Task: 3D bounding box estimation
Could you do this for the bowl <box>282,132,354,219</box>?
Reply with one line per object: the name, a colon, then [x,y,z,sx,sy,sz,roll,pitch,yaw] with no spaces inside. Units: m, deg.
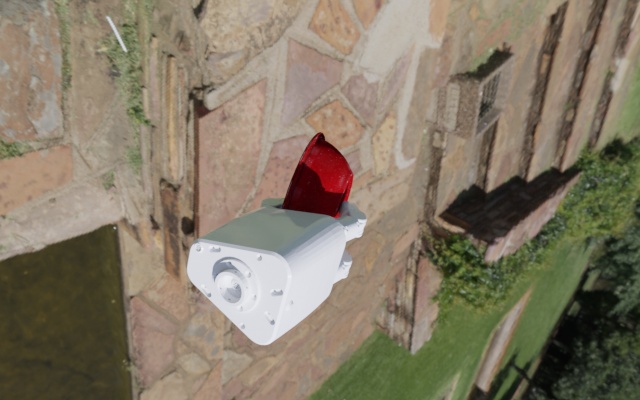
bowl: [0.001,0.001,0.584,0.055,0.162,0.162,19,3,8]
